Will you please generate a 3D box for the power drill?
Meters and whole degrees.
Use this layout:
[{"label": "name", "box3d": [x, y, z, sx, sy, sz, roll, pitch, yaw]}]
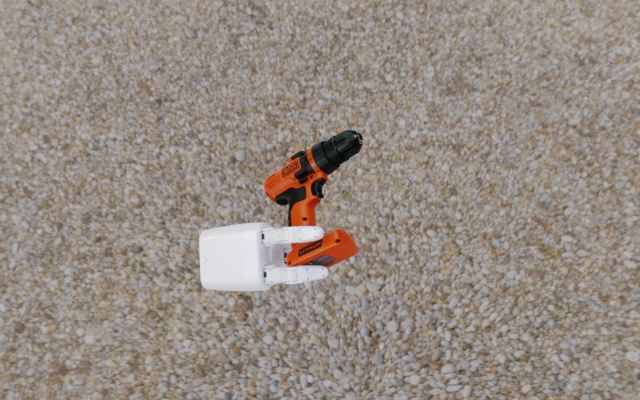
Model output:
[{"label": "power drill", "box3d": [0.000, 0.003, 0.712, 0.184, 0.187, 0.057, -31, -37, 28]}]
